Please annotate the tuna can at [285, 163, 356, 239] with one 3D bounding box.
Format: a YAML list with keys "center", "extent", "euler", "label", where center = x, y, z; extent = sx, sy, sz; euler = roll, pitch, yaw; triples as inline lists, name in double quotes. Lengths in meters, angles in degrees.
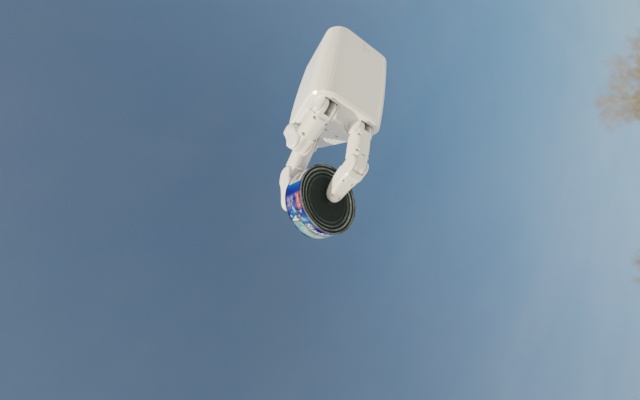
- center: [0.000, 0.002, 0.567]
  extent: [0.086, 0.086, 0.034]
  euler: [0, -16, -43]
  label: "tuna can"
